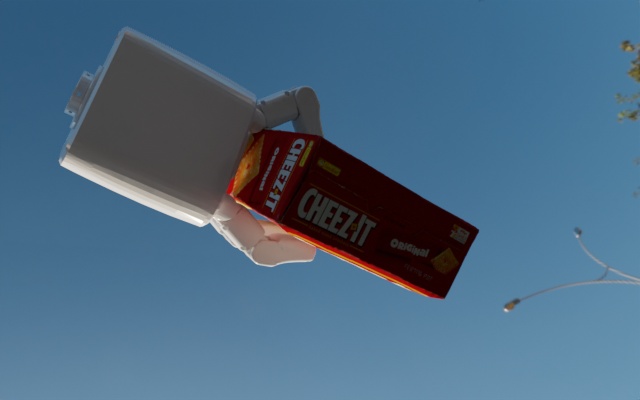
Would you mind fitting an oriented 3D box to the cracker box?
[{"bbox_3d":[0.000,0.001,0.424,0.164,0.072,0.213,26,-2,-29],"label":"cracker box"}]
